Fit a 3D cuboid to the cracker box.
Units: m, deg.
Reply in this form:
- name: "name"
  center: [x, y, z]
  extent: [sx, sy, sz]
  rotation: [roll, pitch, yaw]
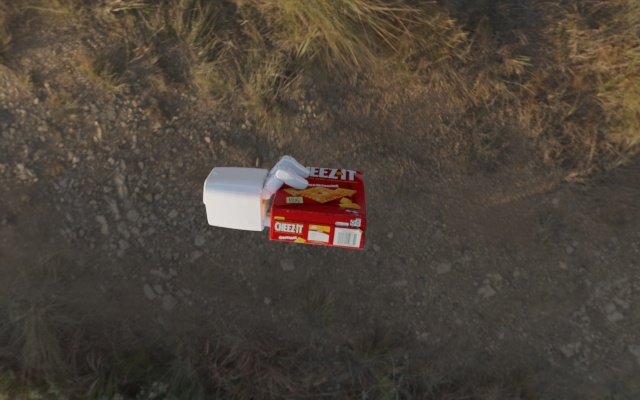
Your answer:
- name: "cracker box"
  center: [0.000, 0.003, 0.895]
  extent: [0.164, 0.072, 0.213]
  rotation: [6, 25, 0]
